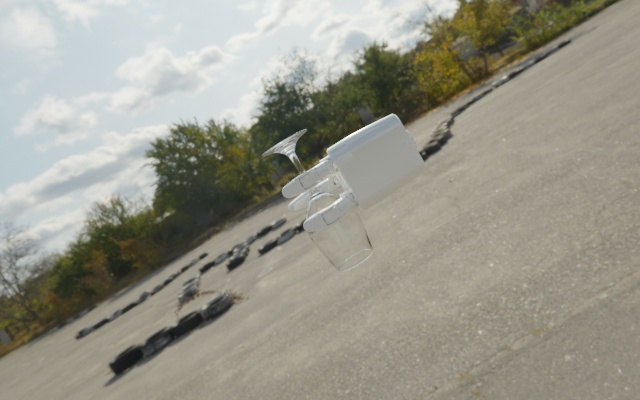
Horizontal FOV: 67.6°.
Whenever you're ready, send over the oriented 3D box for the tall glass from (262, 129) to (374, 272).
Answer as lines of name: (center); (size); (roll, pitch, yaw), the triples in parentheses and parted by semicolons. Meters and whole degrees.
tall glass: (0.000, 0.002, 0.686); (0.079, 0.201, 0.079); (-31, 5, 3)
